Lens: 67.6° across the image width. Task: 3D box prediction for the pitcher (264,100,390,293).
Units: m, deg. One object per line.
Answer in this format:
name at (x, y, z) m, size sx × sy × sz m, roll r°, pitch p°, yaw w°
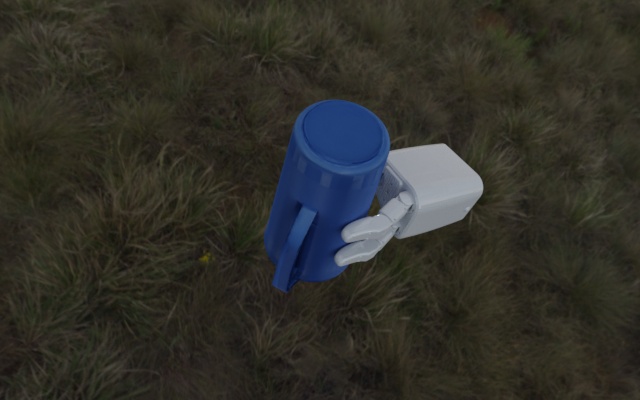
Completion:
pitcher at (0.000, 0.002, 0.600) m, size 0.145 × 0.149 × 0.243 m, roll -10°, pitch -32°, yaw -18°
